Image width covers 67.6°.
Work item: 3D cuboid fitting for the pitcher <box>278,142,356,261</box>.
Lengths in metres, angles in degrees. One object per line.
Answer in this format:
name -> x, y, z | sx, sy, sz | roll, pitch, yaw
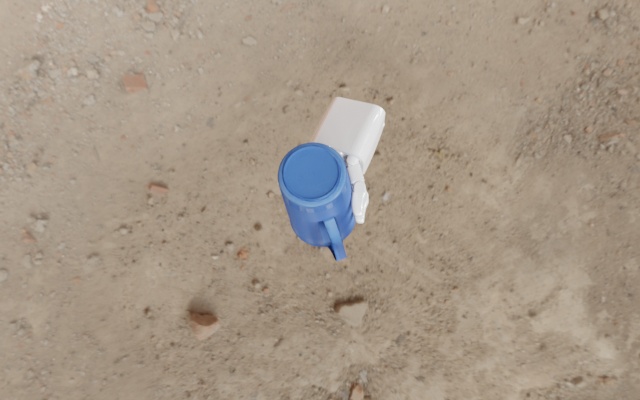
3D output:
pitcher -> 0.000, 0.003, 0.836 | 0.149, 0.145, 0.243 | 24, -14, 11
